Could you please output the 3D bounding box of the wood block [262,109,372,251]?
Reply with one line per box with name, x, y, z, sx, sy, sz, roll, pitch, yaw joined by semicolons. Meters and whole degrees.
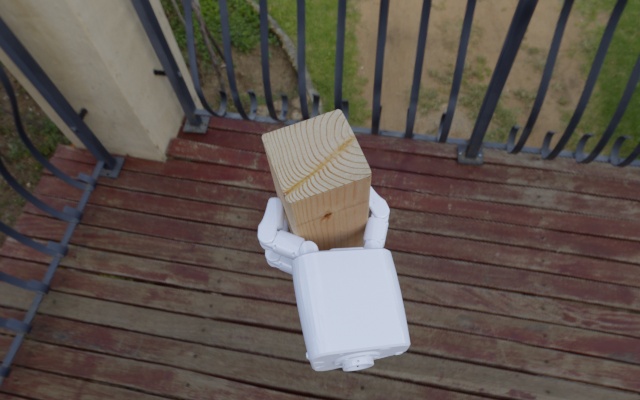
wood block;0.001;0.002;0.566;0.091;0.090;0.206;-19;-27;-7
